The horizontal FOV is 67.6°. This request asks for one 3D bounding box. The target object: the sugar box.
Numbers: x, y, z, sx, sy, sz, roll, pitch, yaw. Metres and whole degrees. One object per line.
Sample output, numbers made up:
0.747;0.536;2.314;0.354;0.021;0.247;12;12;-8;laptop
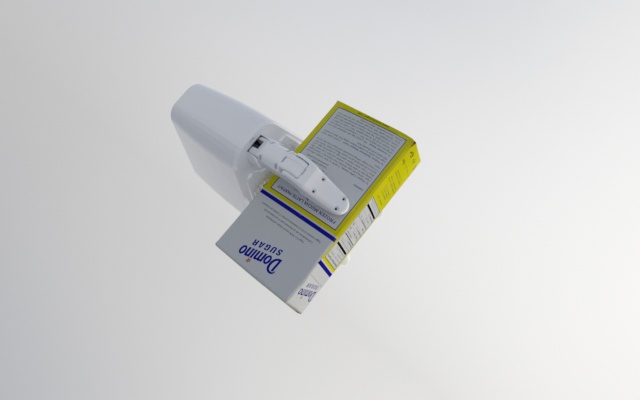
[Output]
0.000;0.001;0.425;0.093;0.176;0.048;33;-11;31;sugar box
